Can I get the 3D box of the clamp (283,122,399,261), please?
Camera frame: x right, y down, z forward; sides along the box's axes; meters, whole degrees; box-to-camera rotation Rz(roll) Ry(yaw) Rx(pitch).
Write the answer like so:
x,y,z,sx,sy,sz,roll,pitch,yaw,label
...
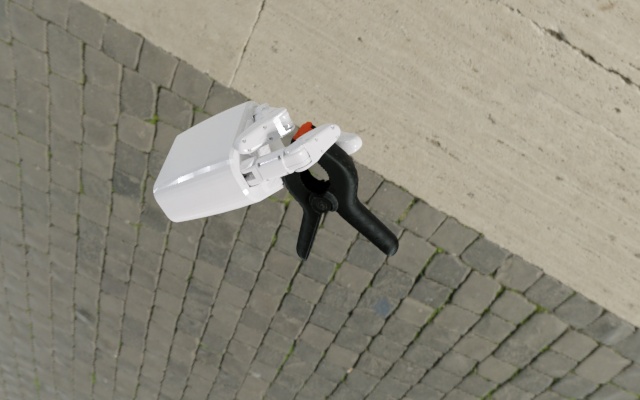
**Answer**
x,y,z,sx,sy,sz,roll,pitch,yaw,label
0.000,0.002,0.510,0.120,0.171,0.039,-18,26,23,clamp
